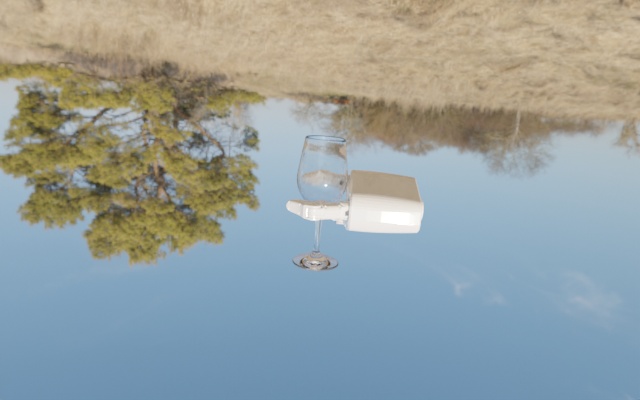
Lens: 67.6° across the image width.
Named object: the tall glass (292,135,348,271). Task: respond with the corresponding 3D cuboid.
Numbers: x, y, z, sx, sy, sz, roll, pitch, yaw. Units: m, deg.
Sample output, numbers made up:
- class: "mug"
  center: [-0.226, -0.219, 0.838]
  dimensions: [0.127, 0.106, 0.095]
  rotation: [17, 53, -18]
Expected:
- class: "tall glass"
  center: [0.000, 0.003, 0.740]
  dimensions: [0.079, 0.201, 0.079]
  rotation: [4, 14, -1]
